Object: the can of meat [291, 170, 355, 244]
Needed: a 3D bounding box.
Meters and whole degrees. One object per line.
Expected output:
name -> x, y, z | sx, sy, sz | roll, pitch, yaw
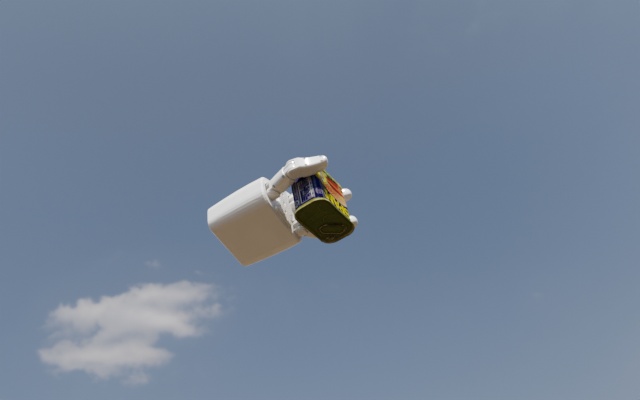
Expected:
can of meat -> 0.000, 0.002, 0.715 | 0.057, 0.083, 0.102 | -30, -45, 18
